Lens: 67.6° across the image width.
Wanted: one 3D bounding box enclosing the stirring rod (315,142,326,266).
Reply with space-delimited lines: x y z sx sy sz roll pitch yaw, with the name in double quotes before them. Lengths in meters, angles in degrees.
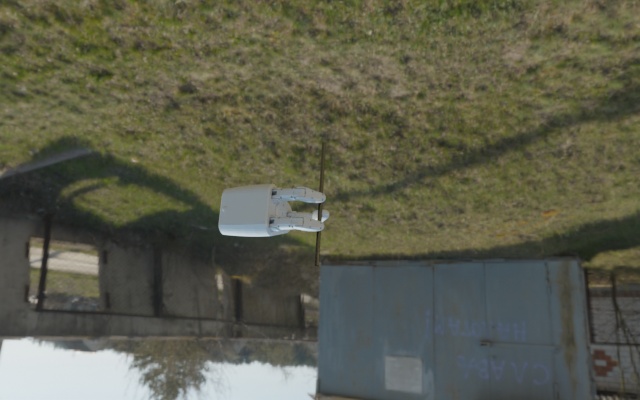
"stirring rod" 0.000 0.003 0.899 0.011 0.239 0.011 3 -15 1
